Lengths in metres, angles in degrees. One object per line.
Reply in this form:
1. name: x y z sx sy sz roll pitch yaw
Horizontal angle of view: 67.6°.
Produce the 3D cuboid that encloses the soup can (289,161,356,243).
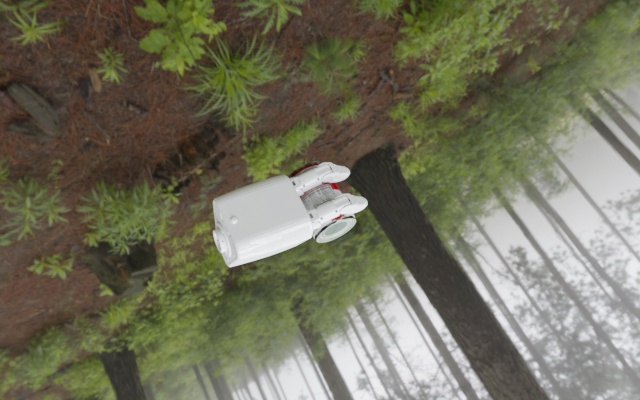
1. soup can: 0.001 0.002 0.703 0.068 0.102 0.068 -24 -22 -11
